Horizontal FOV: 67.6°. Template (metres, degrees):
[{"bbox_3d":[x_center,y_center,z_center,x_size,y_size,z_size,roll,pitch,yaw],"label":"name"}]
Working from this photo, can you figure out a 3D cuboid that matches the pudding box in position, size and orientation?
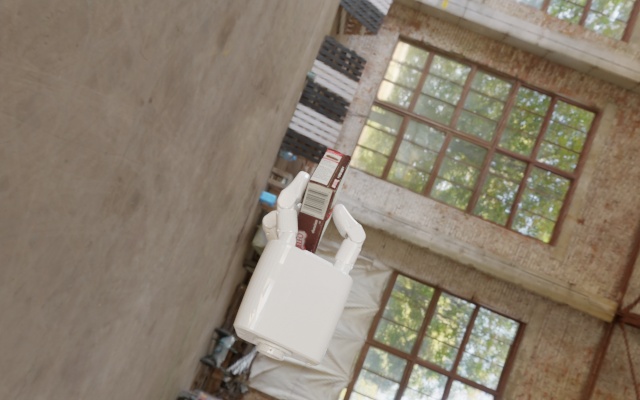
[{"bbox_3d":[0.000,0.002,0.622,0.039,0.114,0.090,22,37,3],"label":"pudding box"}]
